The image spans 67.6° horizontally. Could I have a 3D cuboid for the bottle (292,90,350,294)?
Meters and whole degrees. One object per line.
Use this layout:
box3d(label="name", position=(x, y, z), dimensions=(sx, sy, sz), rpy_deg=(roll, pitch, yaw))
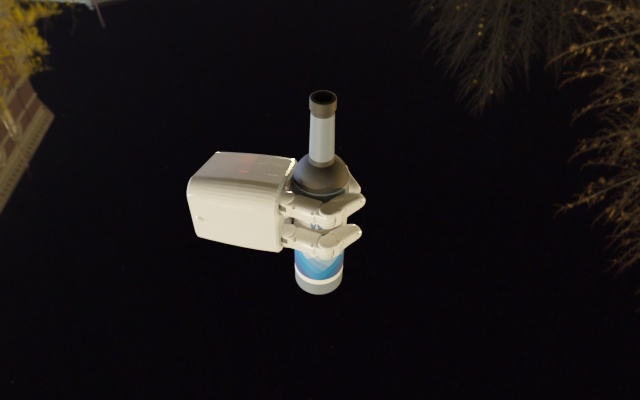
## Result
box3d(label="bottle", position=(0.000, 0.002, 0.579), dimensions=(0.069, 0.296, 0.069), rpy_deg=(1, 45, -1))
